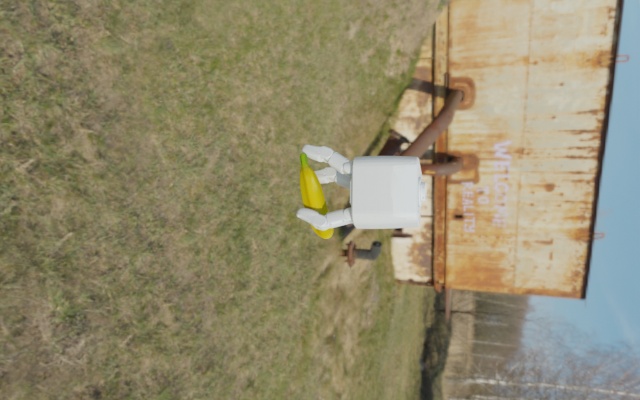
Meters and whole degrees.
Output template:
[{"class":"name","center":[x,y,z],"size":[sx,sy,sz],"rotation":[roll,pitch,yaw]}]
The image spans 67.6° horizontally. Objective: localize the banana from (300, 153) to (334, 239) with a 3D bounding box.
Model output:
[{"class":"banana","center":[-0.003,0.013,0.852],"size":[0.037,0.198,0.069],"rotation":[-3,41,14]}]
